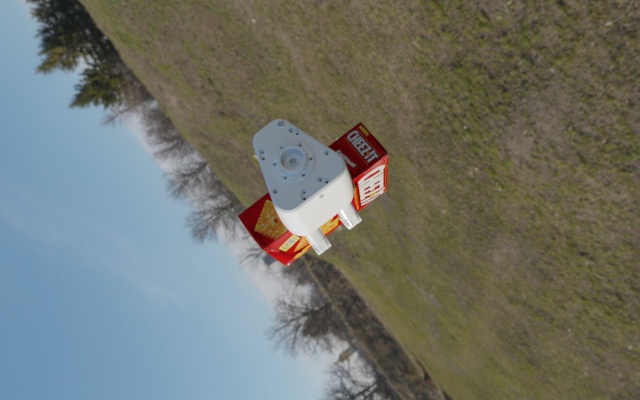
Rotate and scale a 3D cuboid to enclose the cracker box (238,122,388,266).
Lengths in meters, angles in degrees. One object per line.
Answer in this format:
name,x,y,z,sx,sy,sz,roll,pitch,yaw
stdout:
cracker box,0.000,0.002,0.713,0.213,0.072,0.164,-37,-17,-4
